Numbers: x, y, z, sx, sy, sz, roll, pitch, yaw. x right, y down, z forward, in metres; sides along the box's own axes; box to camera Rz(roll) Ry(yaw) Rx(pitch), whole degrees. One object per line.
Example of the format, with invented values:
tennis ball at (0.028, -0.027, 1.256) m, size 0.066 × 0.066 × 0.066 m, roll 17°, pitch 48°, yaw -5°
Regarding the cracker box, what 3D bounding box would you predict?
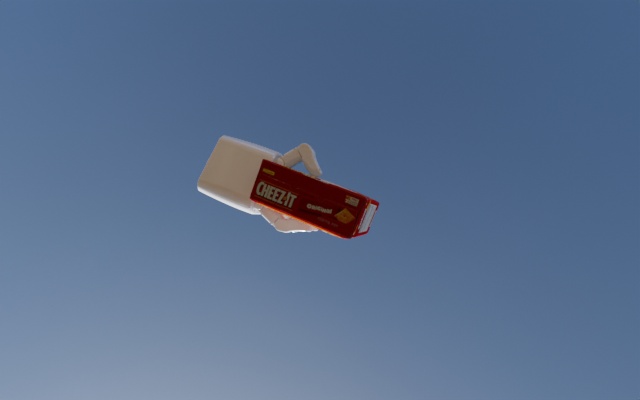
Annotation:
cracker box at (0.000, 0.002, 0.773) m, size 0.164 × 0.072 × 0.214 m, roll 21°, pitch 2°, yaw 12°
